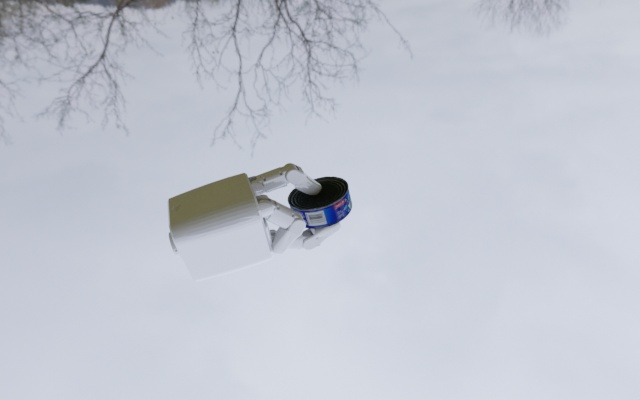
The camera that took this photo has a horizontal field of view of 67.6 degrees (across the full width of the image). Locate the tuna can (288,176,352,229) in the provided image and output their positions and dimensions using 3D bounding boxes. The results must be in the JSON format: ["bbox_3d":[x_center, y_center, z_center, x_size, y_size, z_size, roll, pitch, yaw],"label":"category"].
[{"bbox_3d":[0.000,0.003,0.660,0.086,0.034,0.086,-12,29,7],"label":"tuna can"}]
